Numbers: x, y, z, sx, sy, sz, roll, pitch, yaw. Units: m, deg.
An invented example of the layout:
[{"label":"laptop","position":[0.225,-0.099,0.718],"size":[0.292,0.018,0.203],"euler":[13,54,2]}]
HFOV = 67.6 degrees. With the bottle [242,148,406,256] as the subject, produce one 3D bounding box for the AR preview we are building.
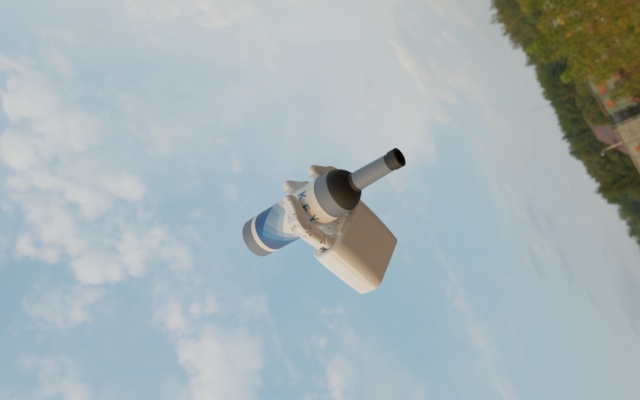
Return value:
[{"label":"bottle","position":[0.000,0.002,0.713],"size":[0.296,0.069,0.069],"euler":[-30,-18,35]}]
